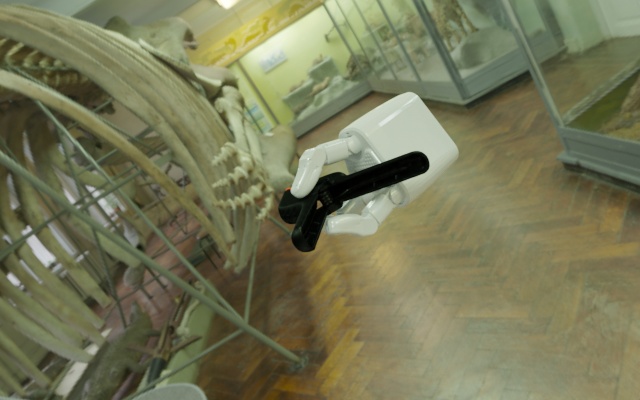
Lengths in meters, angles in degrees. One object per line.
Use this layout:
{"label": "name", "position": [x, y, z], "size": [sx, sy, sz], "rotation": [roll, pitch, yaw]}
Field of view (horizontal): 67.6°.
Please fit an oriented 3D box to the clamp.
{"label": "clamp", "position": [0.000, 0.001, 0.533], "size": [0.164, 0.036, 0.210], "rotation": [-34, 14, -27]}
